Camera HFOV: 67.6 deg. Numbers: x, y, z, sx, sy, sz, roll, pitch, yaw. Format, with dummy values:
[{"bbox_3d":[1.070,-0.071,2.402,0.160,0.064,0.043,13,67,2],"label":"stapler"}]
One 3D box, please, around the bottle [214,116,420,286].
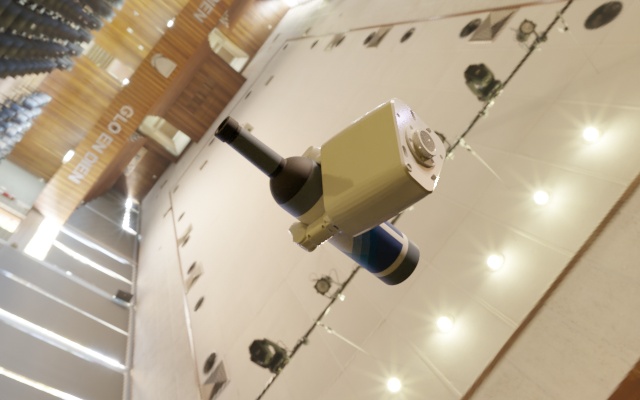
[{"bbox_3d":[0.000,0.002,0.571,0.296,0.069,0.069,38,-18,-25],"label":"bottle"}]
